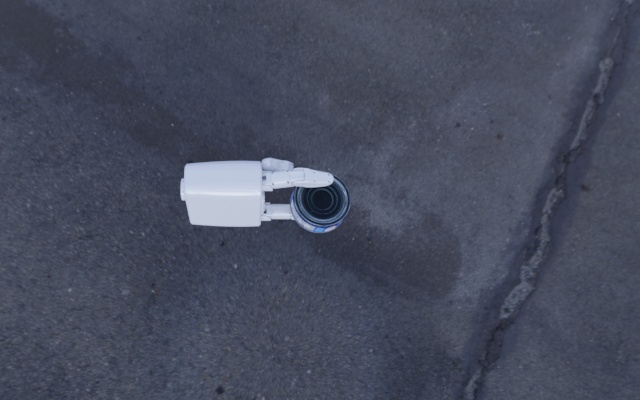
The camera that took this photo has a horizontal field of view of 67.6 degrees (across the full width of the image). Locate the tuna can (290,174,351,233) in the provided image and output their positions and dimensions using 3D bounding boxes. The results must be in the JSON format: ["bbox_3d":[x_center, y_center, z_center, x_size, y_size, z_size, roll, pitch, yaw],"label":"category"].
[{"bbox_3d":[0.000,0.002,0.695,0.086,0.086,0.034,0,-18,-12],"label":"tuna can"}]
